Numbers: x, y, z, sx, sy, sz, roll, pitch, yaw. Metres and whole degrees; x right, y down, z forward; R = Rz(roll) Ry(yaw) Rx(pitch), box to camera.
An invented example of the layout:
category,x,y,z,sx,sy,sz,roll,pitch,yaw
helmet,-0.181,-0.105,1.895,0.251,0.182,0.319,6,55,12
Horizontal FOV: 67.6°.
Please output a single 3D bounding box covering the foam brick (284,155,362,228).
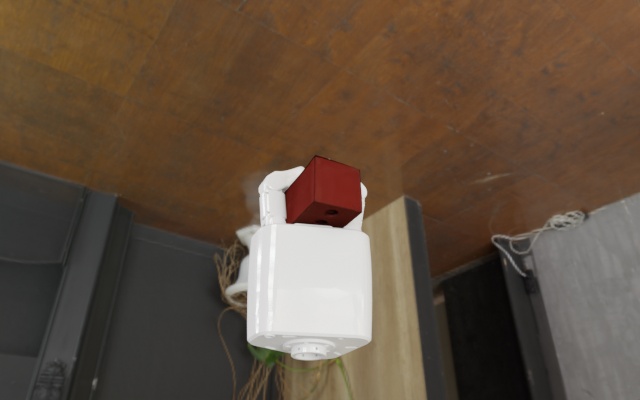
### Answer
category,x,y,z,sx,sy,sz,roll,pitch,yaw
foam brick,0.000,0.001,0.479,0.053,0.051,0.078,15,-34,-23
